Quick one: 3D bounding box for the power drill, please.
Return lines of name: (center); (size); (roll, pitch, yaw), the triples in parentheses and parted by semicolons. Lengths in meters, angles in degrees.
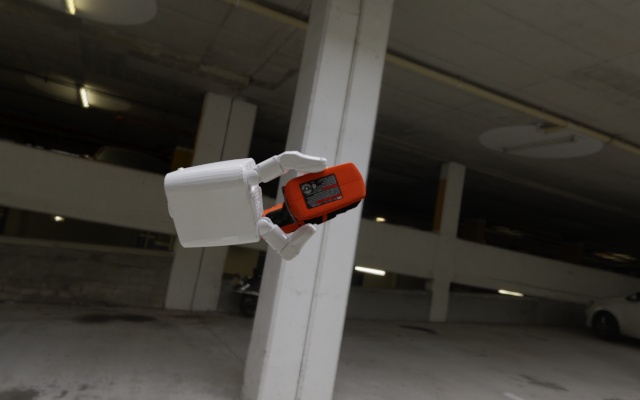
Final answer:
power drill: (0.000, 0.002, 0.698); (0.184, 0.057, 0.188); (-20, -8, -18)
